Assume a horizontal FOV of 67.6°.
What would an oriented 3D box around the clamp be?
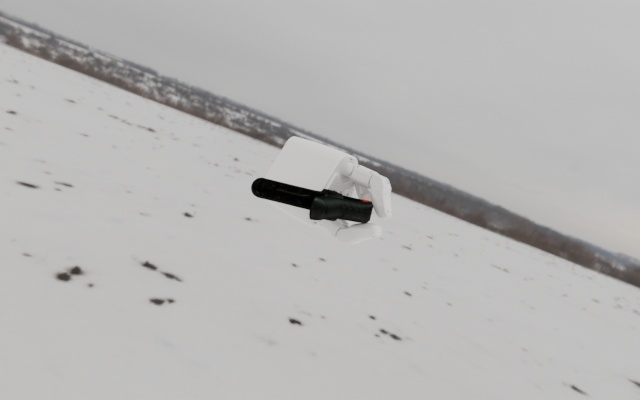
[{"bbox_3d":[0.000,0.001,0.597,0.120,0.039,0.171,26,8,34],"label":"clamp"}]
